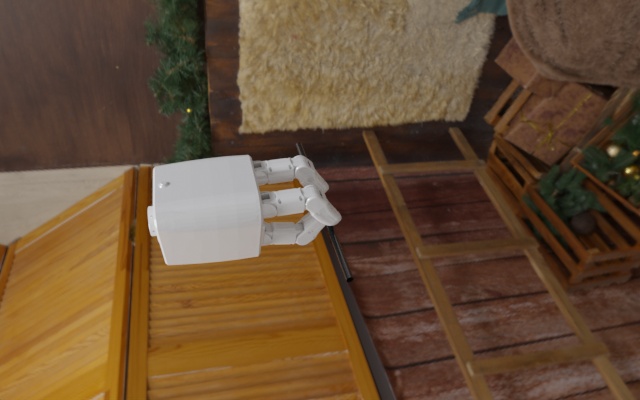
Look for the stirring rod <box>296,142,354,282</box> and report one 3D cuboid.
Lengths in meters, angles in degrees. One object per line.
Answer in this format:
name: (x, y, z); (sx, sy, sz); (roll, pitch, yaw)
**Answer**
stirring rod: (0.000, 0.002, 0.568); (0.011, 0.011, 0.239); (0, 41, -19)
